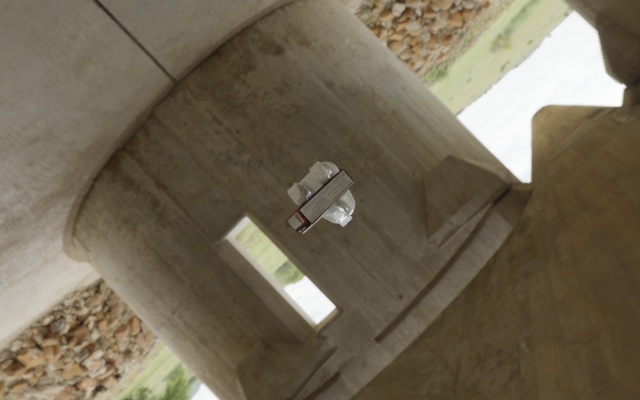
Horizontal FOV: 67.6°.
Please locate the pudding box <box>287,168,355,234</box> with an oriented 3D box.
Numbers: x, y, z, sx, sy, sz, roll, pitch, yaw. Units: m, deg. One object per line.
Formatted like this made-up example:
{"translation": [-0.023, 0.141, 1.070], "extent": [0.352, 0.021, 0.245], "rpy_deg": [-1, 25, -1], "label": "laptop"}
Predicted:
{"translation": [0.000, 0.003, 0.822], "extent": [0.113, 0.039, 0.090], "rpy_deg": [-45, 0, -21], "label": "pudding box"}
